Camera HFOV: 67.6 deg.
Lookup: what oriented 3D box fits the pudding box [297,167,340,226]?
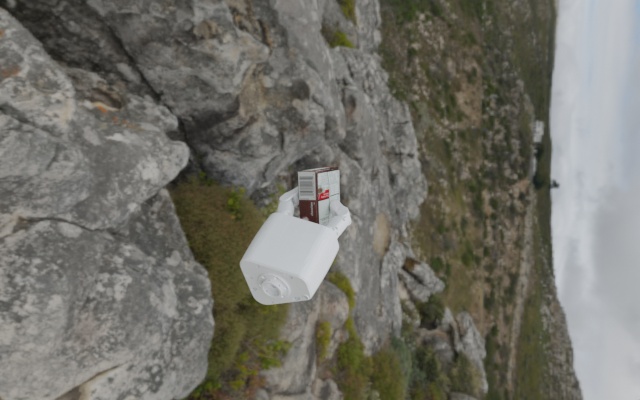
[{"bbox_3d":[0.000,0.003,0.802,0.039,0.113,0.090,3,9,26],"label":"pudding box"}]
